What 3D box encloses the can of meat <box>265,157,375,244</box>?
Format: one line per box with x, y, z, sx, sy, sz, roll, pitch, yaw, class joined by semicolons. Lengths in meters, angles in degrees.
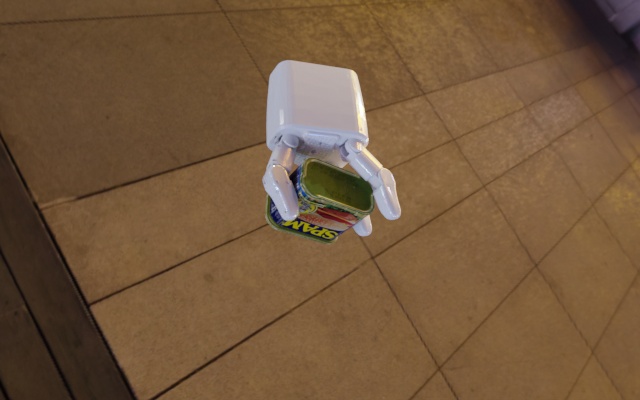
0.000;0.002;0.556;0.102;0.057;0.084;19;-36;-26;can of meat
